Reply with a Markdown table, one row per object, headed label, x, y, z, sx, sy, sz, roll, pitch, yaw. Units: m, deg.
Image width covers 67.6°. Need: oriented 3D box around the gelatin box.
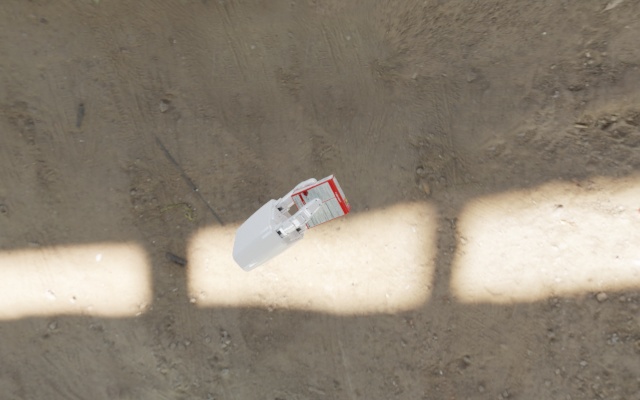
| label | x | y | z | sx | sy | sz | roll | pitch | yaw |
| --- | --- | --- | --- | --- | --- | --- | --- | --- | --- |
| gelatin box | 0.000 | 0.003 | 0.878 | 0.089 | 0.073 | 0.030 | -22 | 15 | 22 |
